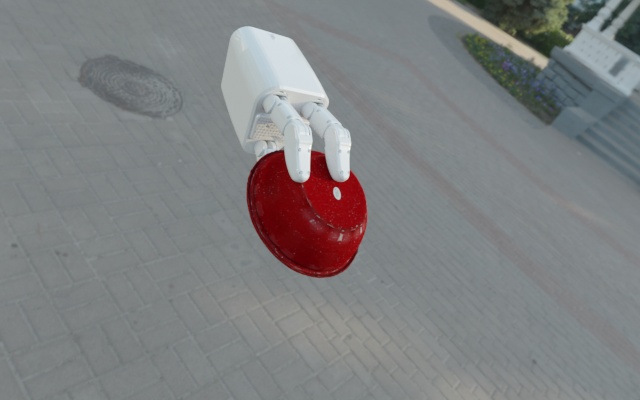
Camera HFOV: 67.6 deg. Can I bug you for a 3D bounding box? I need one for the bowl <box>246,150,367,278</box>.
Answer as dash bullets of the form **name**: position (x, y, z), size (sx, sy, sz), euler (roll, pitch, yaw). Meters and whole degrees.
- **bowl**: position (0.001, 0.003, 0.534), size (0.162, 0.162, 0.055), euler (0, -24, -42)
